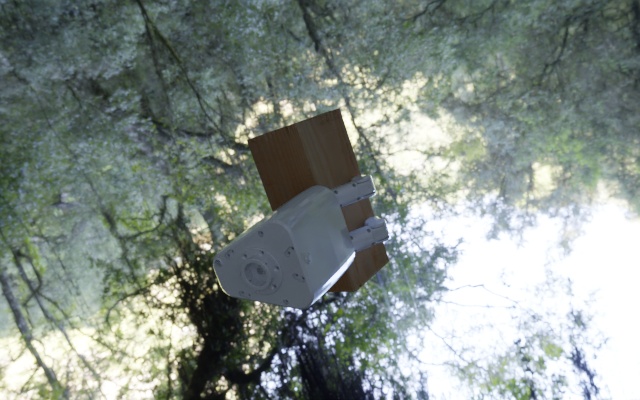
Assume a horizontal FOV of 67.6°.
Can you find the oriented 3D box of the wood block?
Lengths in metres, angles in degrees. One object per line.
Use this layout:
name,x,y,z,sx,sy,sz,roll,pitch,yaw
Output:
wood block,0.000,0.002,0.598,0.091,0.206,0.090,-10,13,39
